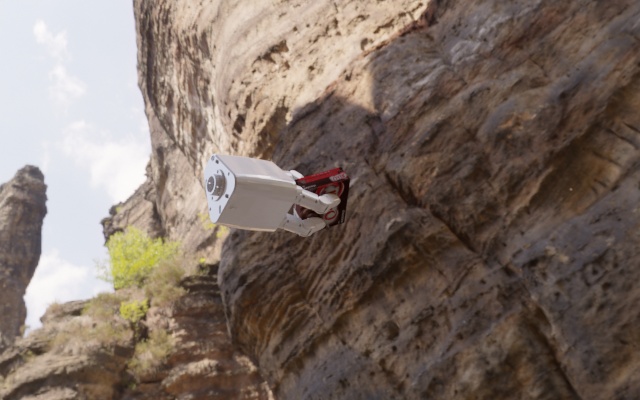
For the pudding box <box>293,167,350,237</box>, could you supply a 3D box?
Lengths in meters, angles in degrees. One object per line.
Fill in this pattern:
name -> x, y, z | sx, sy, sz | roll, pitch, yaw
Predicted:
pudding box -> 0.000, 0.003, 0.823 | 0.090, 0.039, 0.114 | -16, -39, -19
